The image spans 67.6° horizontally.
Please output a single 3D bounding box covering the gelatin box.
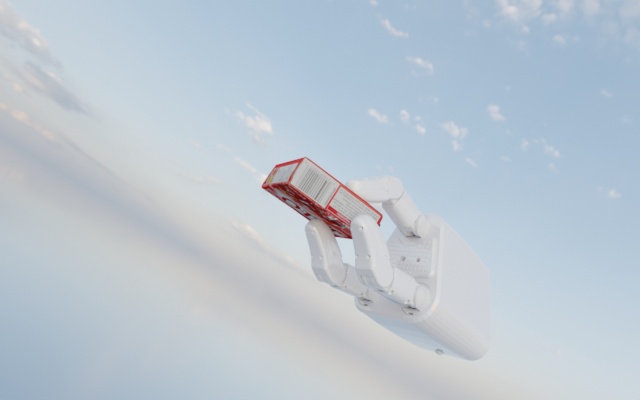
[{"bbox_3d":[0.000,0.001,0.416,0.089,0.030,0.073,36,-14,-19],"label":"gelatin box"}]
